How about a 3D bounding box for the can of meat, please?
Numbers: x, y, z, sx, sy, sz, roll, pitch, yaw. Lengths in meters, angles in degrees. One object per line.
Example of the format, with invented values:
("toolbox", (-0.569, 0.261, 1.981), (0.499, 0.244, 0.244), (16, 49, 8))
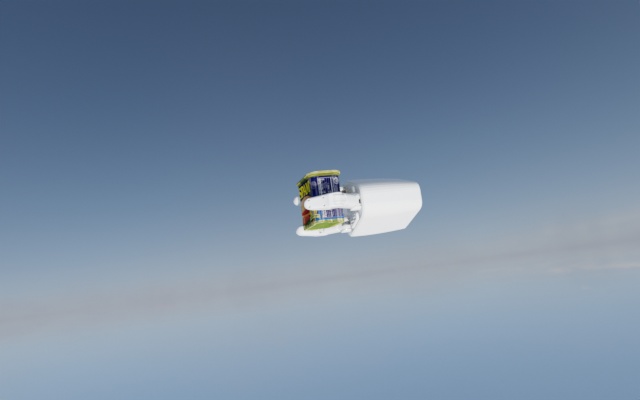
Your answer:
("can of meat", (0.000, 0.003, 0.797), (0.057, 0.084, 0.102), (-5, -10, -17))
